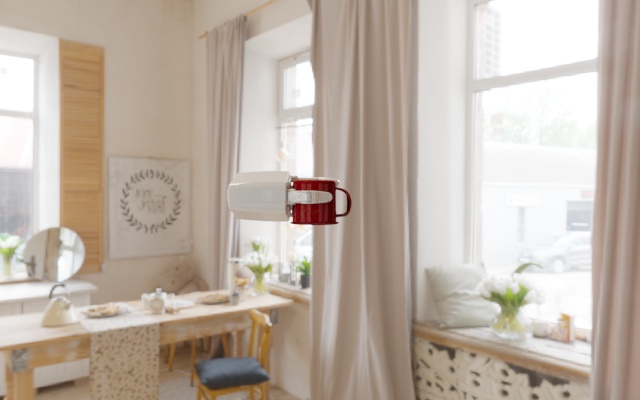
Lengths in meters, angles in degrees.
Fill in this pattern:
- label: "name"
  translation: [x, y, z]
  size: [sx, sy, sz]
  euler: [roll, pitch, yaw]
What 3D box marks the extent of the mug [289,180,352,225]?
- label: "mug"
  translation: [0.002, 0.003, 0.897]
  size: [0.117, 0.081, 0.093]
  euler: [0, 1, 0]
